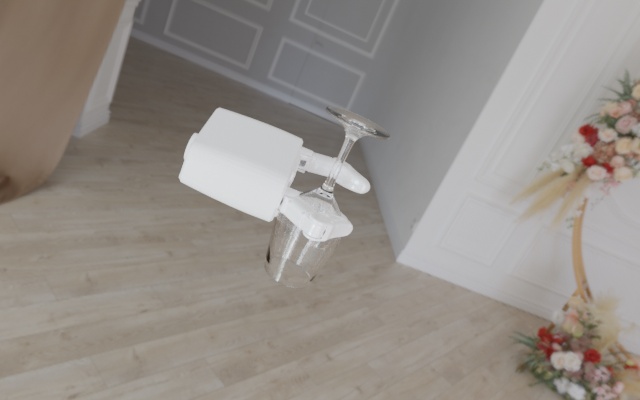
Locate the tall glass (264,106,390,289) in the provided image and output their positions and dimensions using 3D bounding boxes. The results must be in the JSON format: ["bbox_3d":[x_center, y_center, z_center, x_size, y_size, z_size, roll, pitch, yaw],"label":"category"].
[{"bbox_3d":[0.000,0.001,0.536,0.079,0.201,0.079,22,21,-9],"label":"tall glass"}]
